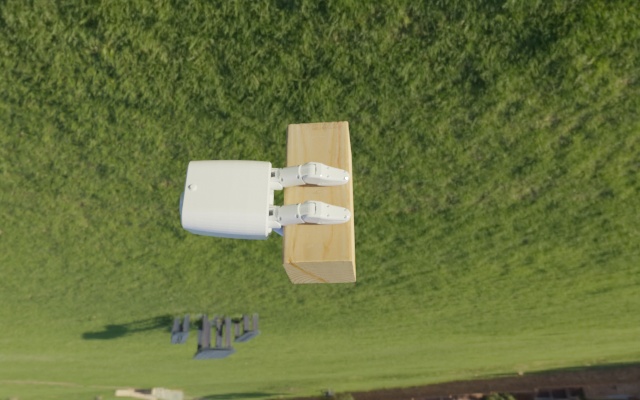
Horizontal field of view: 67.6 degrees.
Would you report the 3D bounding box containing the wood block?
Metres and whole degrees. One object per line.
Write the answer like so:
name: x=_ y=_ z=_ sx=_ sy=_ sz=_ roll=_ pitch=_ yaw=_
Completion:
wood block: x=0.000 y=0.002 z=0.663 sx=0.090 sy=0.206 sz=0.091 roll=-2 pitch=-26 yaw=5
